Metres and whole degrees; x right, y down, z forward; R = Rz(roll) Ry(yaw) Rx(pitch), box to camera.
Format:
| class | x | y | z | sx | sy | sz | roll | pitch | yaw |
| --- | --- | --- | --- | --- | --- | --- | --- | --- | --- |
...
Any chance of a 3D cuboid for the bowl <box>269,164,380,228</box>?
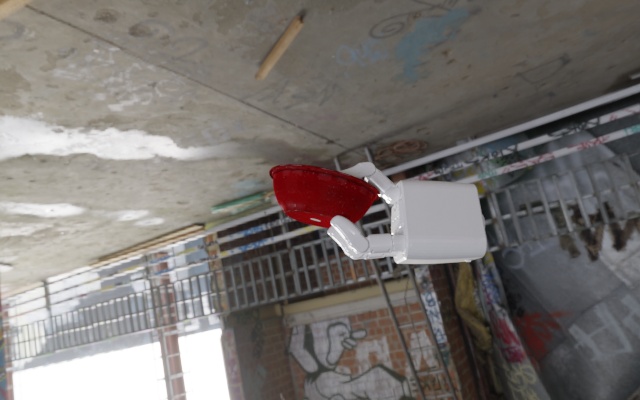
| class | x | y | z | sx | sy | sz | roll | pitch | yaw |
| --- | --- | --- | --- | --- | --- | --- | --- | --- | --- |
| bowl | -0.001 | 0.002 | 0.673 | 0.162 | 0.055 | 0.162 | 12 | -13 | 3 |
